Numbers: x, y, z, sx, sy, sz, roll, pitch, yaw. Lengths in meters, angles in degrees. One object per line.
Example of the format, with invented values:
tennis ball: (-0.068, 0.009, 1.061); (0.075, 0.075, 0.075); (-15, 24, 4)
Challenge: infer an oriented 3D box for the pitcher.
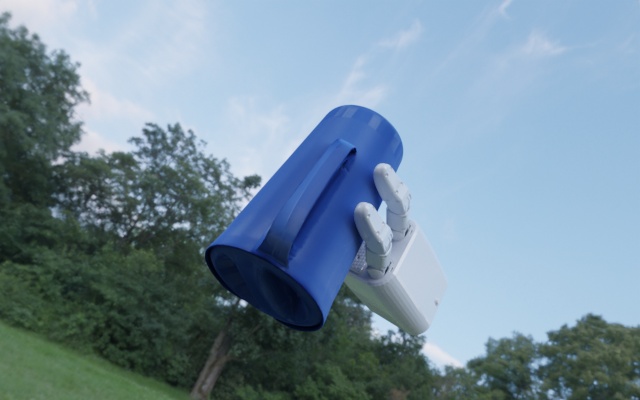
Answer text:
pitcher: (0.000, 0.002, 0.510); (0.149, 0.145, 0.242); (-3, 43, 43)
